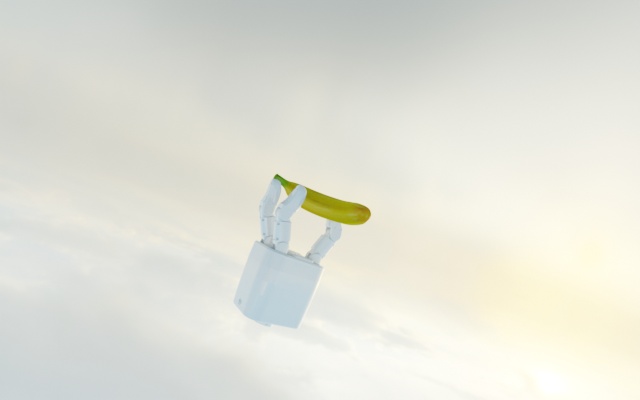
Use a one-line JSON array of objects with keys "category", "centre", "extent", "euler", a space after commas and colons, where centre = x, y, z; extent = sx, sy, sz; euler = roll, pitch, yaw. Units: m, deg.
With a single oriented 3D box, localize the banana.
[{"category": "banana", "centre": [0.008, 0.007, 0.725], "extent": [0.197, 0.037, 0.070], "euler": [20, -6, 40]}]
